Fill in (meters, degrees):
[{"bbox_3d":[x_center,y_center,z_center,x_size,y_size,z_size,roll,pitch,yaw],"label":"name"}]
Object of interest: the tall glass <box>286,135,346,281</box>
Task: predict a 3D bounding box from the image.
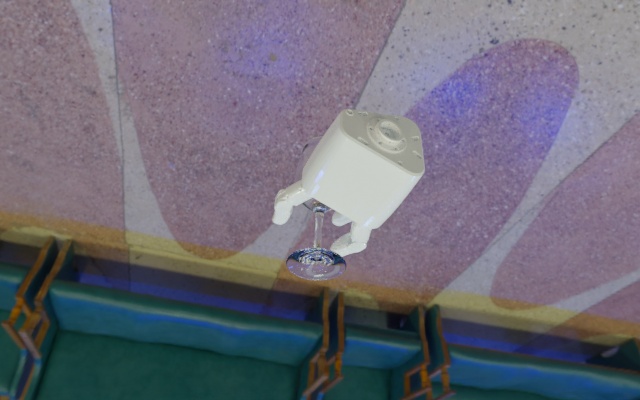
[{"bbox_3d":[0.000,0.003,0.647,0.079,0.200,0.079,2,-39,2],"label":"tall glass"}]
